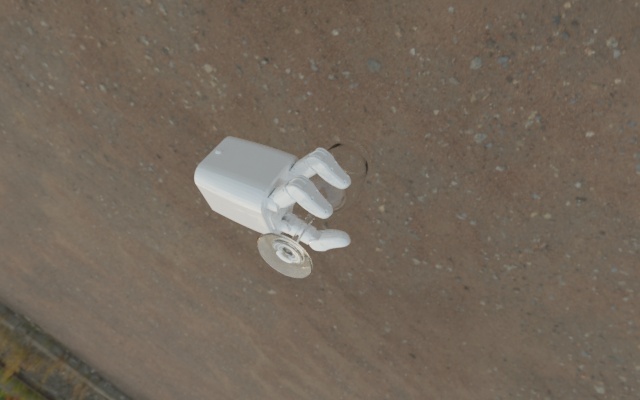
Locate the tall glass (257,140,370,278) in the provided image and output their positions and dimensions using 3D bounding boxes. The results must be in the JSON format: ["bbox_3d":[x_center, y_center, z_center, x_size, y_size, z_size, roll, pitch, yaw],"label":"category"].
[{"bbox_3d":[0.000,0.003,0.625,0.079,0.079,0.201,0,40,35],"label":"tall glass"}]
